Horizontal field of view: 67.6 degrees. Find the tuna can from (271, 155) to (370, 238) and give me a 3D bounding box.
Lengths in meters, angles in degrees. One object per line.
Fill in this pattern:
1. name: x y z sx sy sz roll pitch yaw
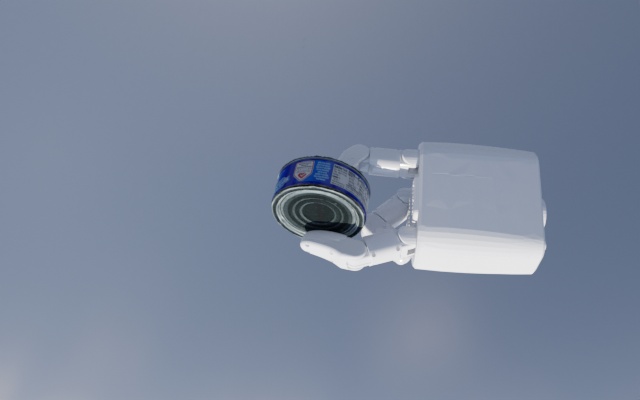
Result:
1. tuna can: 0.000 0.002 0.425 0.086 0.033 0.086 8 -37 6
